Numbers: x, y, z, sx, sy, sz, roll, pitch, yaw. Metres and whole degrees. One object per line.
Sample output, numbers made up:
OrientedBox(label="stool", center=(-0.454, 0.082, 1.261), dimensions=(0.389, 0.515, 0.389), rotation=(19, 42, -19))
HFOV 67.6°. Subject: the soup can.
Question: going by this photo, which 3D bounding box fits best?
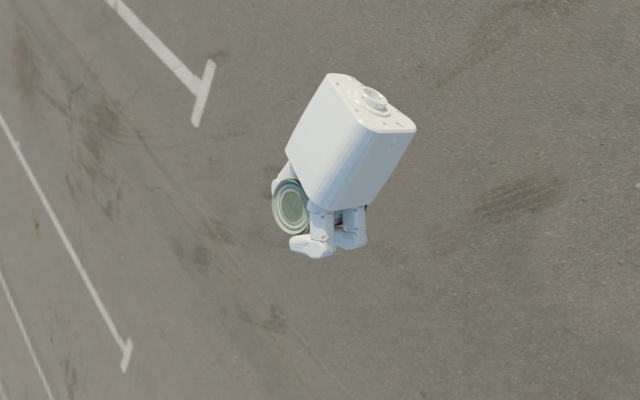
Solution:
OrientedBox(label="soup can", center=(0.000, 0.002, 0.580), dimensions=(0.068, 0.068, 0.102), rotation=(0, 7, 43))
